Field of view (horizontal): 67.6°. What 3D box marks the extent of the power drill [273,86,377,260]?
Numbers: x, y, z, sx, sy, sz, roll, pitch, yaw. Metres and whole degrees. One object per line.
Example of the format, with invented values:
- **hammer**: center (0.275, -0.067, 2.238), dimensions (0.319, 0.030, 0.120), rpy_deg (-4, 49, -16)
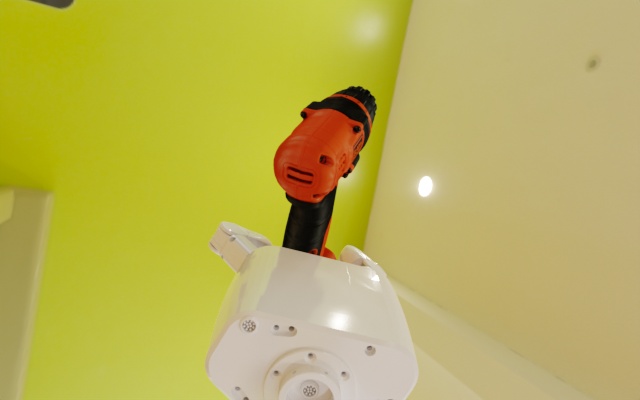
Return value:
- **power drill**: center (0.000, 0.002, 0.419), dimensions (0.057, 0.188, 0.184), rpy_deg (16, 30, 12)
